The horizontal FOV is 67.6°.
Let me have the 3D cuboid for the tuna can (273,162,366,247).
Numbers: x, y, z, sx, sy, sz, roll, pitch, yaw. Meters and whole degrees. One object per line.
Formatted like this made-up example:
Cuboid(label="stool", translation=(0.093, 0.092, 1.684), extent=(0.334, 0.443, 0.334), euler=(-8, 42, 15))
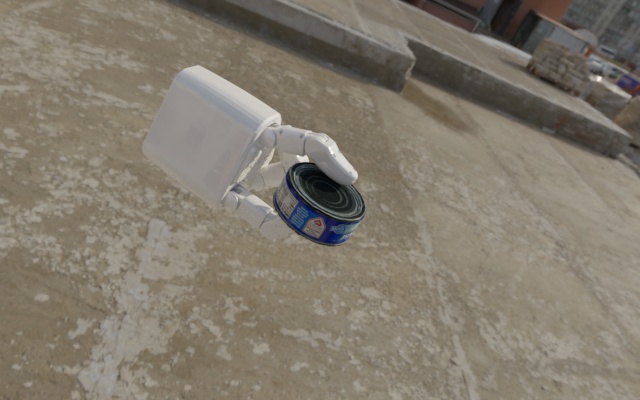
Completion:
Cuboid(label="tuna can", translation=(0.000, 0.001, 0.457), extent=(0.086, 0.034, 0.086), euler=(24, 31, -15))
